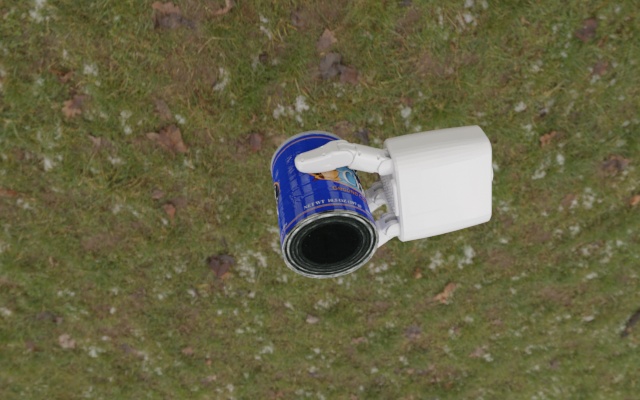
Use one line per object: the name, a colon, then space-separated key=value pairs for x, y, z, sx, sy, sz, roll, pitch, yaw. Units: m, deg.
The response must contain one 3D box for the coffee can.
coffee can: x=0.000 y=0.002 z=0.543 sx=0.103 sy=0.103 sz=0.140 roll=0 pitch=42 yaw=-12
